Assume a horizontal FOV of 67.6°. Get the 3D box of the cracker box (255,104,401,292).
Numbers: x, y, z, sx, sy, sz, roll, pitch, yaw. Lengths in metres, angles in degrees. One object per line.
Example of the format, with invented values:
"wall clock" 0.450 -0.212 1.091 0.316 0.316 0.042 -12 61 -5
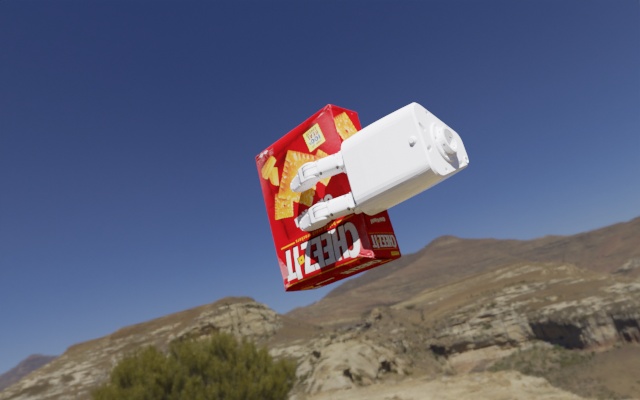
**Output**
"cracker box" 0.000 0.002 0.663 0.164 0.213 0.072 -28 -21 38
